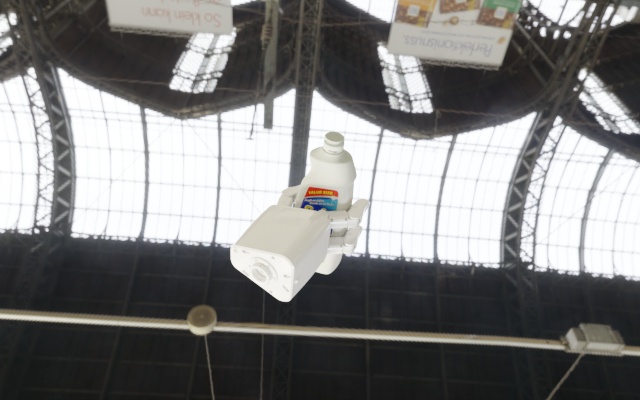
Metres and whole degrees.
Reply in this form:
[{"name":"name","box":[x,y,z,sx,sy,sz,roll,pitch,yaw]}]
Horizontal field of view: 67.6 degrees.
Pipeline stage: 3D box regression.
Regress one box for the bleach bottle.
[{"name":"bleach bottle","box":[0.000,0.003,0.762,0.102,0.251,0.068,22,41,17]}]
